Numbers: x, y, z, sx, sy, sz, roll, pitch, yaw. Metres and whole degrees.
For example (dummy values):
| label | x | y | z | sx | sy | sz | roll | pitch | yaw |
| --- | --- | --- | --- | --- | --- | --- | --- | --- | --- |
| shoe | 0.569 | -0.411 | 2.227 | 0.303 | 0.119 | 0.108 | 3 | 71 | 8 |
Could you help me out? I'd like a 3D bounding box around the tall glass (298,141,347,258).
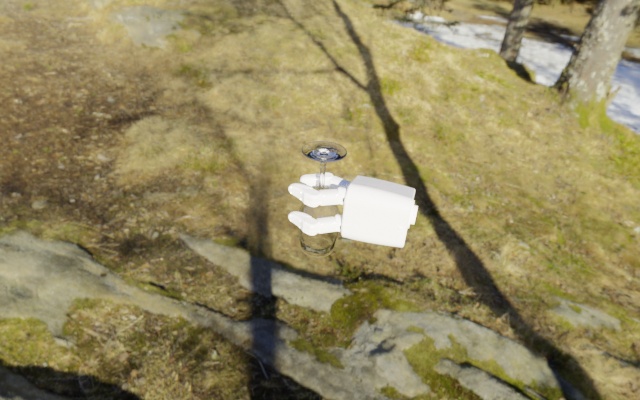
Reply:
| label | x | y | z | sx | sy | sz | roll | pitch | yaw |
| --- | --- | --- | --- | --- | --- | --- | --- | --- | --- |
| tall glass | 0.000 | 0.002 | 0.829 | 0.079 | 0.201 | 0.079 | 3 | 32 | -2 |
